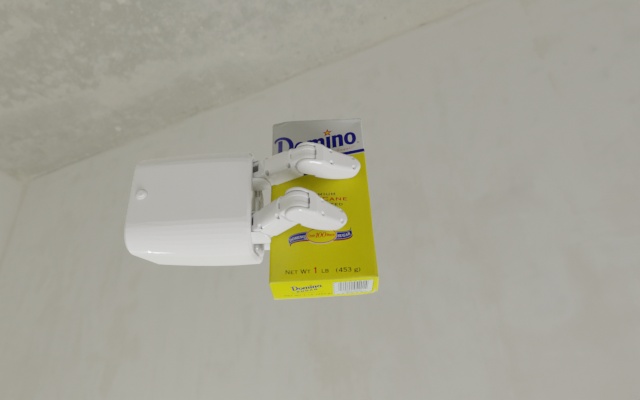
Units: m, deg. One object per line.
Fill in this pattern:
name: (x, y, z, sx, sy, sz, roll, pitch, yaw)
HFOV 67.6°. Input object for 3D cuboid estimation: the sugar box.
sugar box: (0.000, 0.001, 0.450, 0.093, 0.176, 0.048, -3, -31, -1)
